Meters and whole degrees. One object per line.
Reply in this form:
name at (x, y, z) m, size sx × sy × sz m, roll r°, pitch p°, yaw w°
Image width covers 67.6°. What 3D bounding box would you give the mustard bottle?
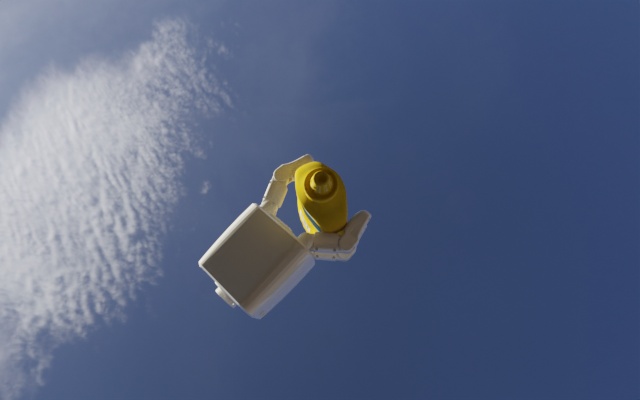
mustard bottle at (0.000, 0.002, 0.623) m, size 0.058 × 0.096 × 0.192 m, roll -23°, pitch -15°, yaw -6°
